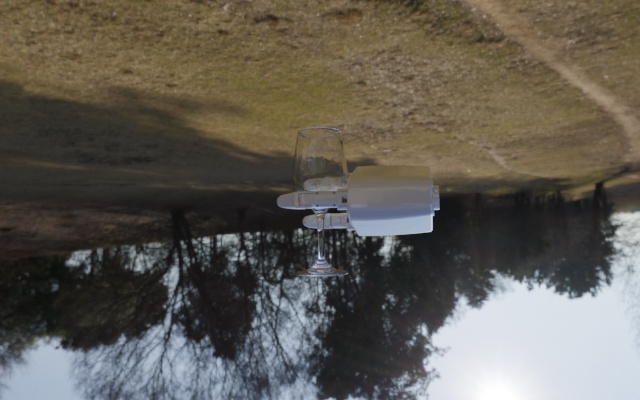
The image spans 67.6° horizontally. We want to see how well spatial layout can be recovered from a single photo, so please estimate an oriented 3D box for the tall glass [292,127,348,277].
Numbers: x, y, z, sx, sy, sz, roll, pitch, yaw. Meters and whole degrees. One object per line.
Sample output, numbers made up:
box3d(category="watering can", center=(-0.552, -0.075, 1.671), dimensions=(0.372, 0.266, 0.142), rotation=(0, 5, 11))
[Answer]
box3d(category="tall glass", center=(0.000, 0.003, 0.669), dimensions=(0.079, 0.201, 0.079), rotation=(-1, -3, 0))
